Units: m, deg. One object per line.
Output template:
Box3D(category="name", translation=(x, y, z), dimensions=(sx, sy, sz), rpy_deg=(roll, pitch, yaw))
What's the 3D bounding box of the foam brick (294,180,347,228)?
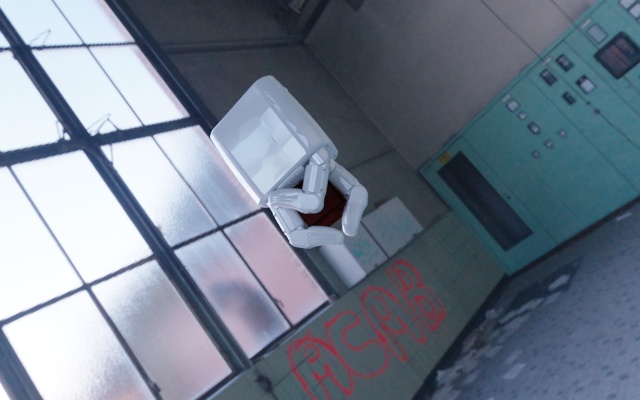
Box3D(category="foam brick", translation=(0.000, 0.002, 0.582), dimensions=(0.053, 0.051, 0.078), rpy_deg=(-40, -11, 3))
